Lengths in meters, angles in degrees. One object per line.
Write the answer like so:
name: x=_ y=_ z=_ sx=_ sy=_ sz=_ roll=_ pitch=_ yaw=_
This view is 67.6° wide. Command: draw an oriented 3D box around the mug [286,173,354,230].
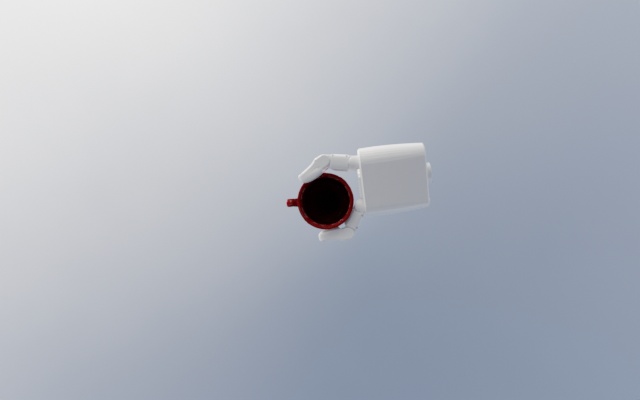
mug: x=-0.001 y=0.003 z=0.820 sx=0.117 sy=0.093 sz=0.081 roll=-5 pitch=-1 yaw=6
